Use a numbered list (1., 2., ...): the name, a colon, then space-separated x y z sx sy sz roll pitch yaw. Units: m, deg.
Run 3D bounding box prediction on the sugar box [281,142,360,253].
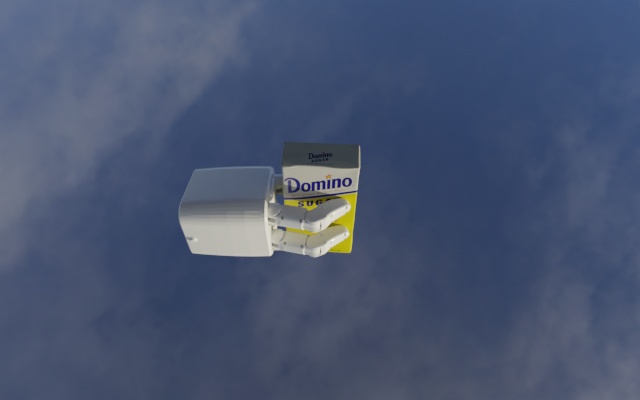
1. sugar box: 0.000 0.003 0.622 0.093 0.048 0.176 2 -37 2
